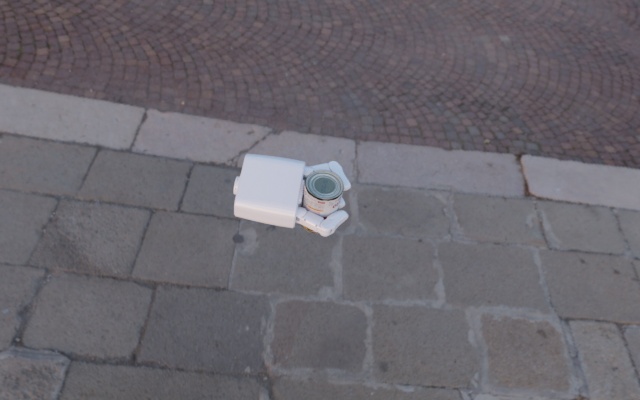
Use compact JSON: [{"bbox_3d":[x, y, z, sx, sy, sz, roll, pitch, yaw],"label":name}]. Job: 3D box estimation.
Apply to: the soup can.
[{"bbox_3d":[0.001,0.003,0.837,0.068,0.068,0.102,0,-37,-10],"label":"soup can"}]
